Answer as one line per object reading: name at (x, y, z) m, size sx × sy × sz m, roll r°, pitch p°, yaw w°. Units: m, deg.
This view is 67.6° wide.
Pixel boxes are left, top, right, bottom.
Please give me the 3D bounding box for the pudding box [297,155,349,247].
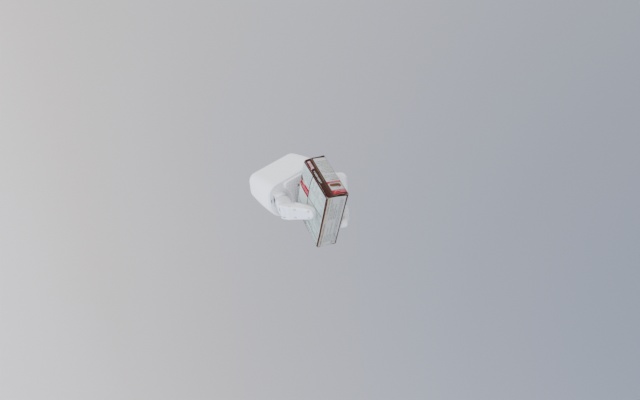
pudding box at (0.000, 0.002, 0.737) m, size 0.039 × 0.114 × 0.090 m, roll -14°, pitch 50°, yaw -21°
